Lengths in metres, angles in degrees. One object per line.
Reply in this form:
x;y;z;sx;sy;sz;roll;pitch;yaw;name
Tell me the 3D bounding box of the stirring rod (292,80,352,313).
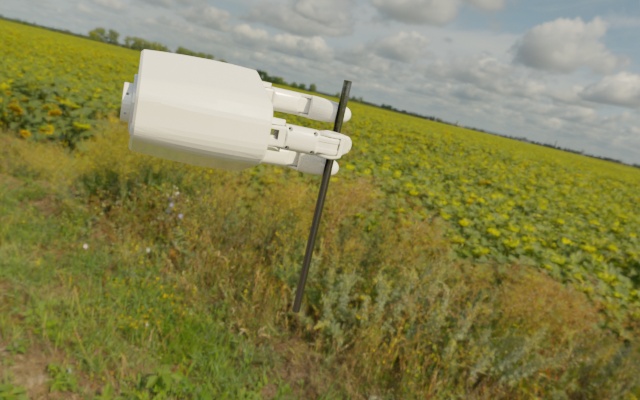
0.000;0.002;0.476;0.011;0.239;0.011;12;12;-3;stirring rod
